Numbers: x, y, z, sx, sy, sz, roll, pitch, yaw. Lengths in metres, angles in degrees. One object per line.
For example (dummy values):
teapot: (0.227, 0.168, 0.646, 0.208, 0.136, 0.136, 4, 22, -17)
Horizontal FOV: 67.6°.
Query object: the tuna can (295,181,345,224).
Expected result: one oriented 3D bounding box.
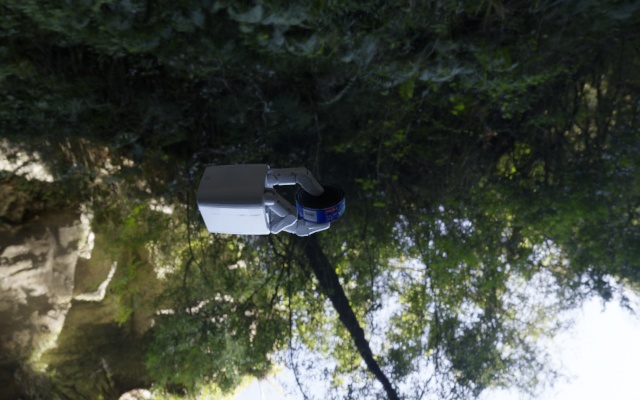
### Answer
tuna can: (0.000, 0.003, 0.825, 0.086, 0.034, 0.086, -3, 35, 2)
